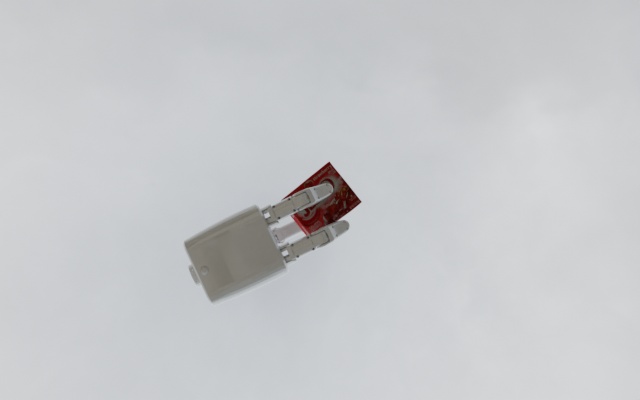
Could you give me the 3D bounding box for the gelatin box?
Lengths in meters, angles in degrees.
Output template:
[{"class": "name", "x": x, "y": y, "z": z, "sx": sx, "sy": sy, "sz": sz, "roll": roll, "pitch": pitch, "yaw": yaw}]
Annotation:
[{"class": "gelatin box", "x": 0.000, "y": 0.002, "z": 0.659, "sx": 0.089, "sy": 0.073, "sz": 0.030, "roll": -39, "pitch": 0, "yaw": -15}]
